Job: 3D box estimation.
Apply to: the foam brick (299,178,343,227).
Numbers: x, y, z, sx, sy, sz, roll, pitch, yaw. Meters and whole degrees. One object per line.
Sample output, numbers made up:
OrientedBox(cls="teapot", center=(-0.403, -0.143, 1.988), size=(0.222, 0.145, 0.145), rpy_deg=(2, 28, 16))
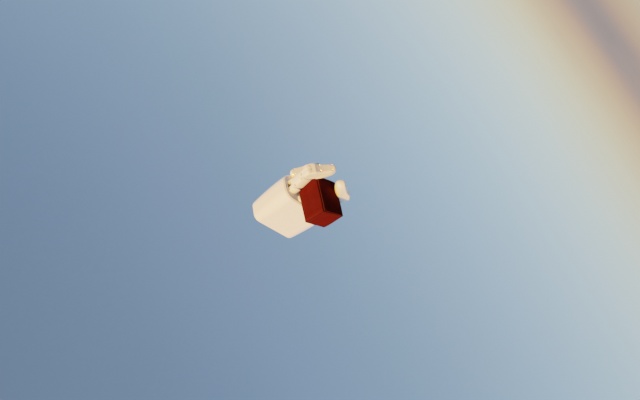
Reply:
OrientedBox(cls="foam brick", center=(0.000, 0.003, 0.893), size=(0.053, 0.078, 0.051), rpy_deg=(19, -42, -43))
